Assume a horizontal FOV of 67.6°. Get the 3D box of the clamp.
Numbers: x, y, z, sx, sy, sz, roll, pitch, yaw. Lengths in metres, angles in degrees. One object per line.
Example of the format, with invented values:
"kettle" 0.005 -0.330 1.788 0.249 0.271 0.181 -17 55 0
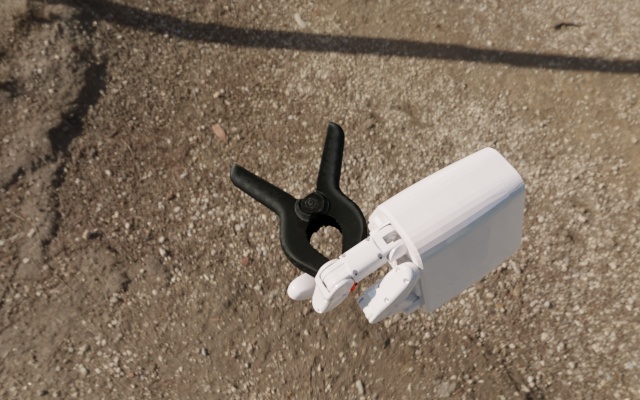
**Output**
"clamp" 0.000 0.001 0.442 0.120 0.171 0.039 -34 -26 -2
